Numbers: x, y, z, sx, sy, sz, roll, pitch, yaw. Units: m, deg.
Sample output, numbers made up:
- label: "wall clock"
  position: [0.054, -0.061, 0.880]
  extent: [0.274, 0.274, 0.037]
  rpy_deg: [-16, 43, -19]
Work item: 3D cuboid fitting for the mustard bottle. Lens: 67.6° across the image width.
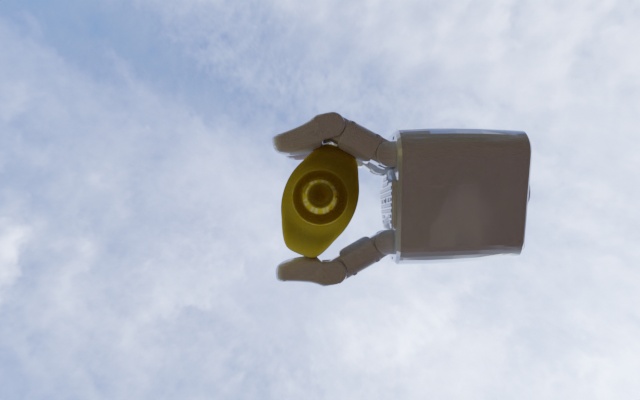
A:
- label: "mustard bottle"
  position: [0.000, 0.001, 0.417]
  extent: [0.058, 0.096, 0.191]
  rpy_deg: [23, -2, 0]
